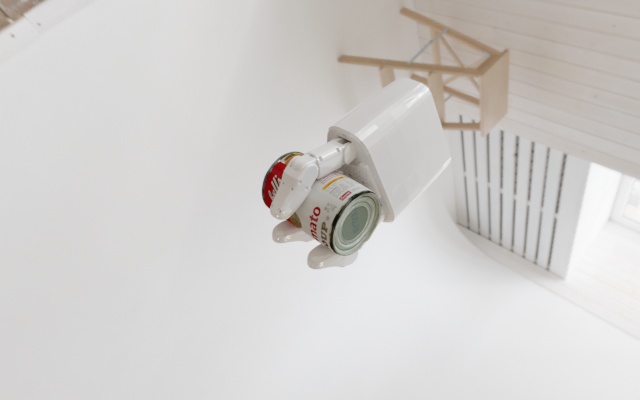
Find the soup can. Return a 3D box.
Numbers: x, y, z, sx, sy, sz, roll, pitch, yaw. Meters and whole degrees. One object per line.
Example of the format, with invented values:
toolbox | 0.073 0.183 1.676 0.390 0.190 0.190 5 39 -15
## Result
soup can | 0.000 0.002 0.466 0.102 0.068 0.068 31 20 37
